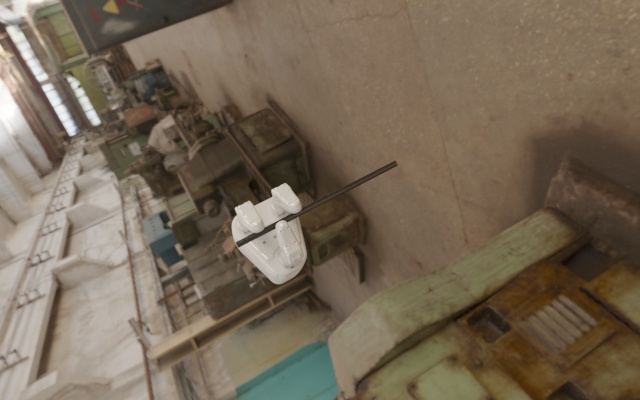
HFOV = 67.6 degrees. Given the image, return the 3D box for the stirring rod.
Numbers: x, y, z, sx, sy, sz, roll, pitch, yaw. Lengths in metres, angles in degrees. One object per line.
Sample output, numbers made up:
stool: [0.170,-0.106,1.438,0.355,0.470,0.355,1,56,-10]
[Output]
stirring rod: [0.000,0.002,0.621,0.239,0.011,0.011,-27,8,-16]
